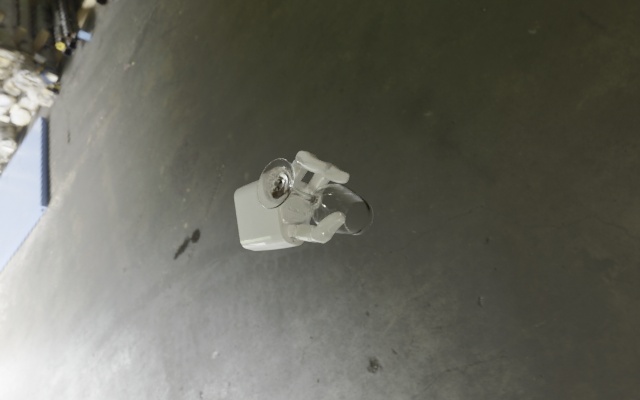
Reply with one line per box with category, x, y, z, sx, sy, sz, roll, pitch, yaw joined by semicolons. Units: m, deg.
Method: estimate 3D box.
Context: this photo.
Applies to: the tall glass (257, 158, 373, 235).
tall glass;0.000;0.002;0.739;0.079;0.079;0.201;0;-15;42
